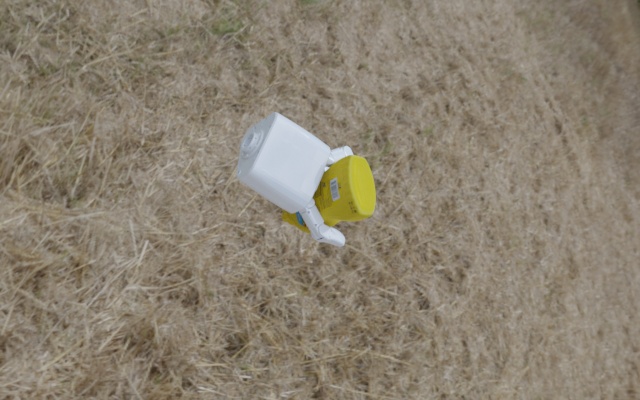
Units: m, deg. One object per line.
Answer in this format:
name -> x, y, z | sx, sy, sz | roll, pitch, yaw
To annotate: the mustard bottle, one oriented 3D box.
mustard bottle -> 0.001, 0.003, 0.767 | 0.058, 0.096, 0.192 | 6, -20, -42
